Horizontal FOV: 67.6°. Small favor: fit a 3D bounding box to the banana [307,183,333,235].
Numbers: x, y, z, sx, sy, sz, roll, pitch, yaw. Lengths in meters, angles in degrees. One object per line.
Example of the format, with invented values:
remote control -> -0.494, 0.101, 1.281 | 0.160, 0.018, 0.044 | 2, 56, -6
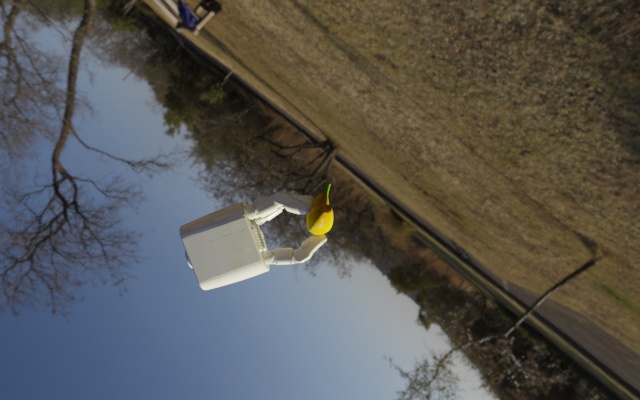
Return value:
banana -> -0.002, 0.020, 0.752 | 0.037, 0.069, 0.197 | 6, 12, -3
